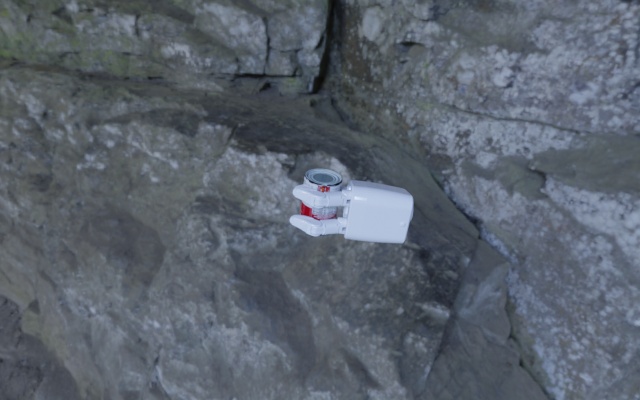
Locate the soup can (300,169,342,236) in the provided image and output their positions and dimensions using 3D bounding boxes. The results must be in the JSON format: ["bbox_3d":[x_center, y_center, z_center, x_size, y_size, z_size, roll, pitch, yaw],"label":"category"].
[{"bbox_3d":[0.000,0.002,0.848,0.068,0.102,0.068,6,27,-3],"label":"soup can"}]
